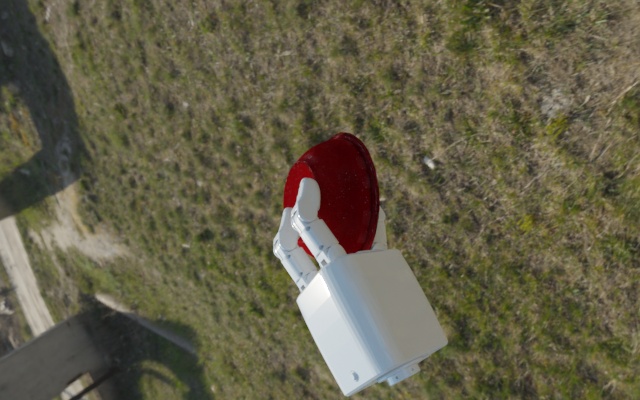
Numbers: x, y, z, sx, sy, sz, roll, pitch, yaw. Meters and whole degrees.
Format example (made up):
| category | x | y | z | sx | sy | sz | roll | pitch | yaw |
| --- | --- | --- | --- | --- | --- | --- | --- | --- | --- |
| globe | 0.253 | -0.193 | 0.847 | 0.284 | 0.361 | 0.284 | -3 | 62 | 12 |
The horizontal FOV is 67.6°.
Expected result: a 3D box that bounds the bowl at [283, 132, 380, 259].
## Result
| category | x | y | z | sx | sy | sz | roll | pitch | yaw |
| --- | --- | --- | --- | --- | --- | --- | --- | --- | --- |
| bowl | -0.001 | 0.001 | 0.543 | 0.055 | 0.162 | 0.162 | 1 | 0 | -27 |
